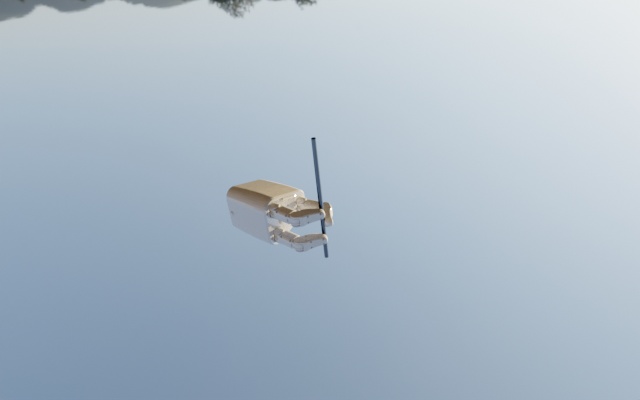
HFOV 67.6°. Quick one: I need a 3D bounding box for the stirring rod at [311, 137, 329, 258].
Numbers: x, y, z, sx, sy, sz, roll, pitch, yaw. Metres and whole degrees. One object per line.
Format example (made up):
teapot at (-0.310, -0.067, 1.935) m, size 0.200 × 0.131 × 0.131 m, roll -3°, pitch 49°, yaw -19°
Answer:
stirring rod at (0.000, 0.003, 0.820) m, size 0.011 × 0.240 × 0.011 m, roll -5°, pitch 32°, yaw 3°
